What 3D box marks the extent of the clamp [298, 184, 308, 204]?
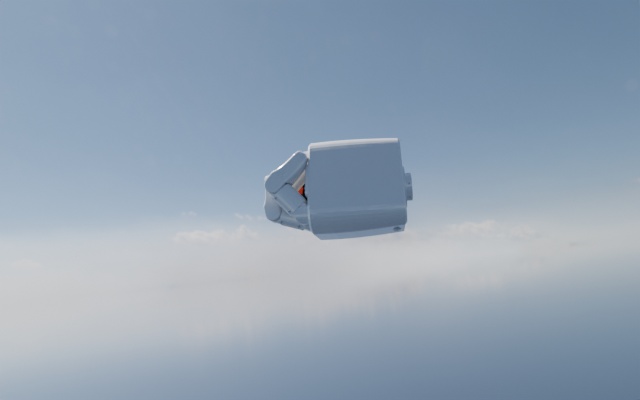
[{"bbox_3d":[0.000,0.002,0.660,0.120,0.039,0.171,-2,-8,8],"label":"clamp"}]
